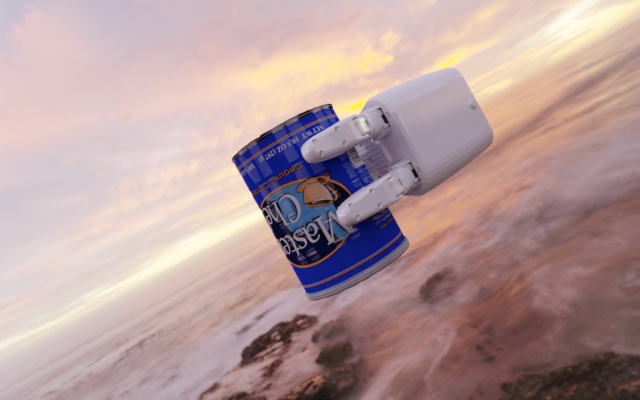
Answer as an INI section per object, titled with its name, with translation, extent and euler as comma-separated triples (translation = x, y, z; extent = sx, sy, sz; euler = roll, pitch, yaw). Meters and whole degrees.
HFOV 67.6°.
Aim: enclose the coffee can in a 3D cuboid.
[coffee can]
translation = 0.000, 0.002, 0.423
extent = 0.103, 0.140, 0.103
euler = -29, 1, 1
